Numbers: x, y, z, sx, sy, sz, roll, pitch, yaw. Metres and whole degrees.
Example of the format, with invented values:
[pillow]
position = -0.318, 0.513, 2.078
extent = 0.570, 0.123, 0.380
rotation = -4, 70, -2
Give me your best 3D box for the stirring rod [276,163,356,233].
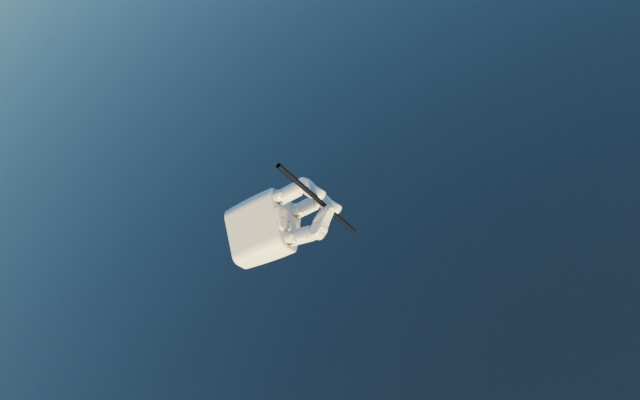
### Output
[stirring rod]
position = 0.000, 0.003, 0.779
extent = 0.011, 0.011, 0.240
rotation = 0, -26, 35
